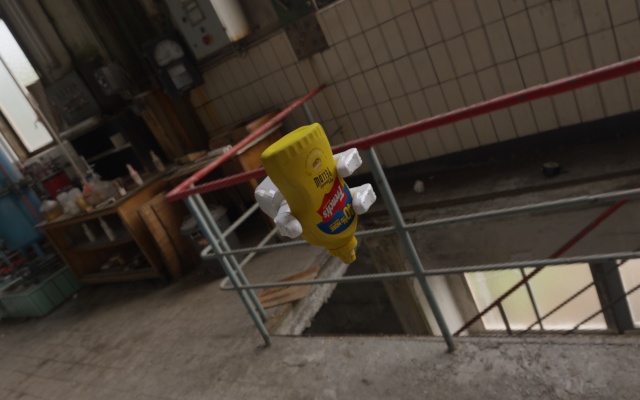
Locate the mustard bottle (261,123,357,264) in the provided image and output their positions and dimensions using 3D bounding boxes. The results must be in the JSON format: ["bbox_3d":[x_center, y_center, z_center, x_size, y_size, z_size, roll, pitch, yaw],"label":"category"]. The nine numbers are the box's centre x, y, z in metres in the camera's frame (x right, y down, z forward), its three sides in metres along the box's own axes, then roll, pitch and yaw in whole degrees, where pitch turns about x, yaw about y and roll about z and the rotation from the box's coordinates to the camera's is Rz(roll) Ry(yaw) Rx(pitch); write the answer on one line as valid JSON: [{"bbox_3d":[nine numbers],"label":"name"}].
[{"bbox_3d":[0.000,0.002,0.633,0.058,0.192,0.096,-8,26,44],"label":"mustard bottle"}]
